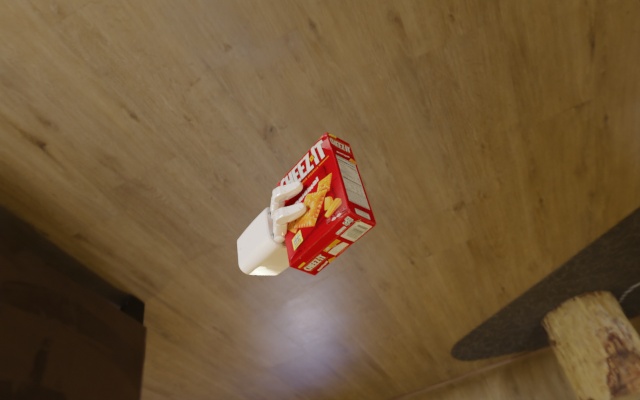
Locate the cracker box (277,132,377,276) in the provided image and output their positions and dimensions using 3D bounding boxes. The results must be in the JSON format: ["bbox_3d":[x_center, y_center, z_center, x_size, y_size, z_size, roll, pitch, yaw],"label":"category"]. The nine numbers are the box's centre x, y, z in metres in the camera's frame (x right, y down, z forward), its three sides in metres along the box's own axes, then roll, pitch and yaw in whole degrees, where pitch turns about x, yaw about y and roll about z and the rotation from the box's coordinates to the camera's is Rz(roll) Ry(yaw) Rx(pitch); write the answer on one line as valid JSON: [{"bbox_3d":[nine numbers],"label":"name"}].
[{"bbox_3d":[0.000,0.003,0.881,0.072,0.213,0.164,25,-55,-34],"label":"cracker box"}]
